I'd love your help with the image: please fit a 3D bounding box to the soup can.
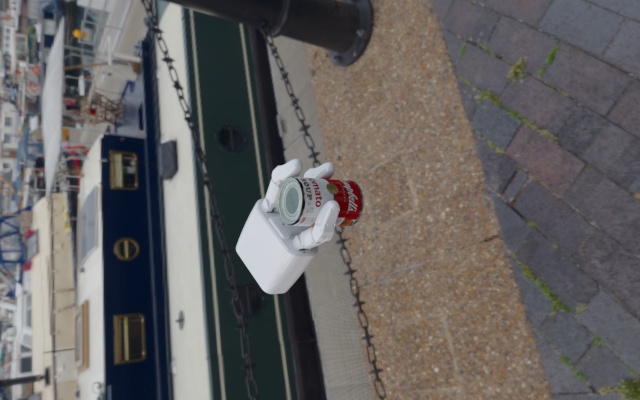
[{"bbox_3d":[0.000,0.002,0.672,0.102,0.068,0.068,3,-1,-34],"label":"soup can"}]
